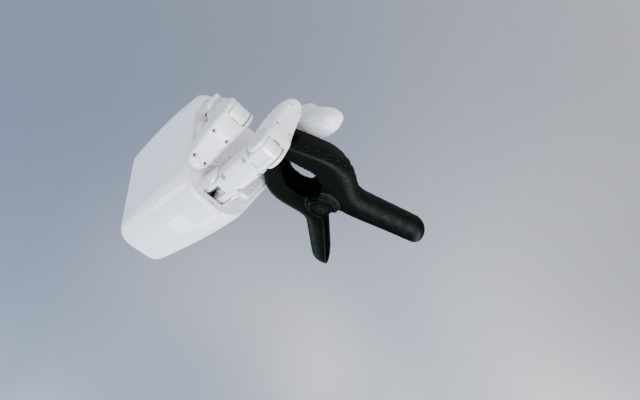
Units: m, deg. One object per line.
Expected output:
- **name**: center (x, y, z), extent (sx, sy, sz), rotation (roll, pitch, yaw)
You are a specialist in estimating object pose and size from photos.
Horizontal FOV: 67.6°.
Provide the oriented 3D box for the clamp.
- **clamp**: center (0.000, 0.002, 0.433), extent (0.120, 0.039, 0.171), rotation (-30, -59, 32)
